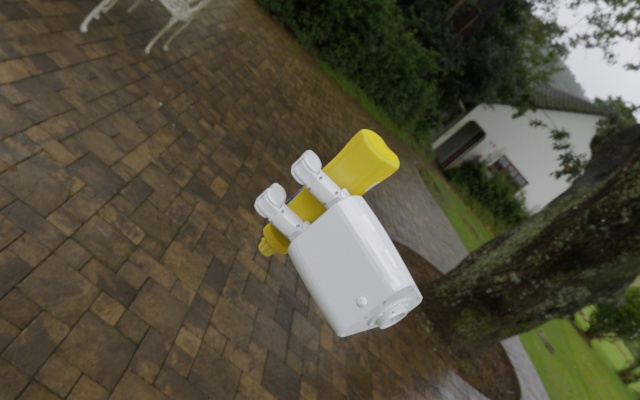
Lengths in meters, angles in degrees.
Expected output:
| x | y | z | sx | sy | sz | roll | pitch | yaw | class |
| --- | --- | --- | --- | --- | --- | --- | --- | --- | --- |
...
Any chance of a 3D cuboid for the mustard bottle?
| x | y | z | sx | sy | sz | roll | pitch | yaw | class |
| --- | --- | --- | --- | --- | --- | --- | --- | --- | --- |
| 0.000 | 0.001 | 0.548 | 0.192 | 0.058 | 0.096 | -41 | -5 | 18 | mustard bottle |
